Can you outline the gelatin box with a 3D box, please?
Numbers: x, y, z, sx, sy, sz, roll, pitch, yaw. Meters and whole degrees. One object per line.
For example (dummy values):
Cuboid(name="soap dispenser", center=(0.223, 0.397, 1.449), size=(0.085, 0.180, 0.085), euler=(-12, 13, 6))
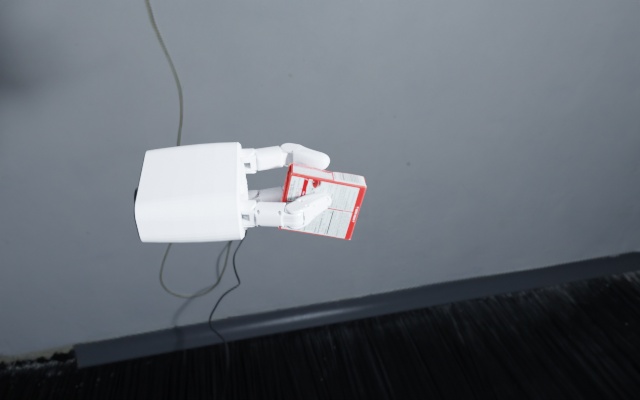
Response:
Cuboid(name="gelatin box", center=(0.000, 0.002, 0.545), size=(0.089, 0.073, 0.030), euler=(10, 28, -8))
